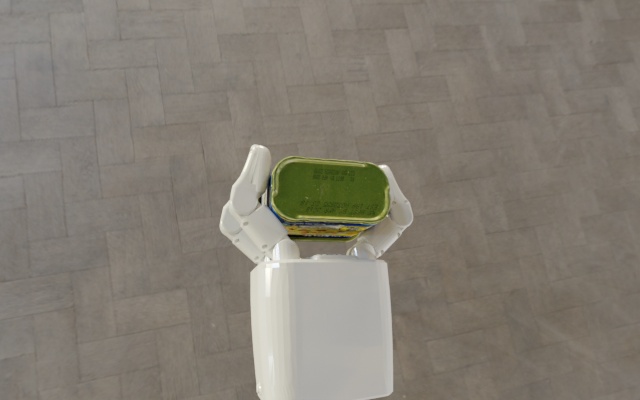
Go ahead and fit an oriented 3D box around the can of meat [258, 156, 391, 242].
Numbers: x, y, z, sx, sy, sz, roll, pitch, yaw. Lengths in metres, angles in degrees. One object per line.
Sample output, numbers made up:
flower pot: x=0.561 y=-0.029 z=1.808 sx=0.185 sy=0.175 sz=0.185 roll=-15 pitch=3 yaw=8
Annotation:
can of meat: x=0.000 y=0.001 z=0.409 sx=0.102 sy=0.057 sz=0.084 roll=2 pitch=-13 yaw=-13
